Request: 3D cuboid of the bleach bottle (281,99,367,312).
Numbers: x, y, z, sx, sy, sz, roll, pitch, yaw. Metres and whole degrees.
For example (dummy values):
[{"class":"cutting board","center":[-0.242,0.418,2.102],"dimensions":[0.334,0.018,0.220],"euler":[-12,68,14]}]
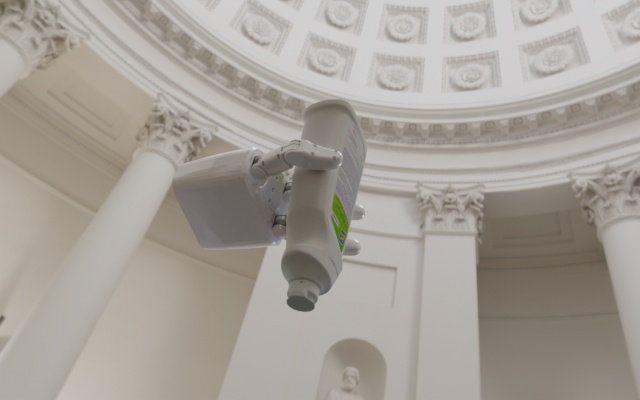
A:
[{"class":"bleach bottle","center":[0.000,0.002,0.531],"dimensions":[0.068,0.250,0.103],"euler":[-8,-46,23]}]
